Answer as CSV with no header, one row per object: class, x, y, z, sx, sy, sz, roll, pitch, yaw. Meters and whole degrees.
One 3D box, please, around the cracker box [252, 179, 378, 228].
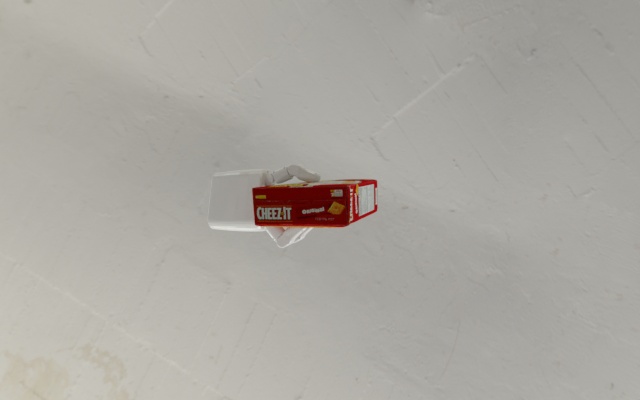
cracker box,0.000,0.003,0.844,0.164,0.072,0.213,-1,4,19
